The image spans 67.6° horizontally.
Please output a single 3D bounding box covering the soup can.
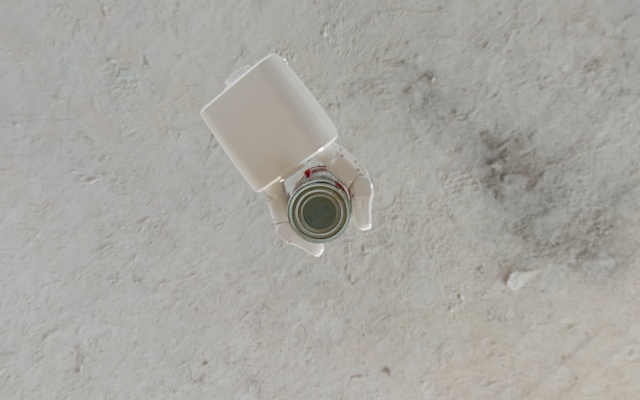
[{"bbox_3d":[0.000,0.002,0.537,0.068,0.068,0.102,0,13,1],"label":"soup can"}]
